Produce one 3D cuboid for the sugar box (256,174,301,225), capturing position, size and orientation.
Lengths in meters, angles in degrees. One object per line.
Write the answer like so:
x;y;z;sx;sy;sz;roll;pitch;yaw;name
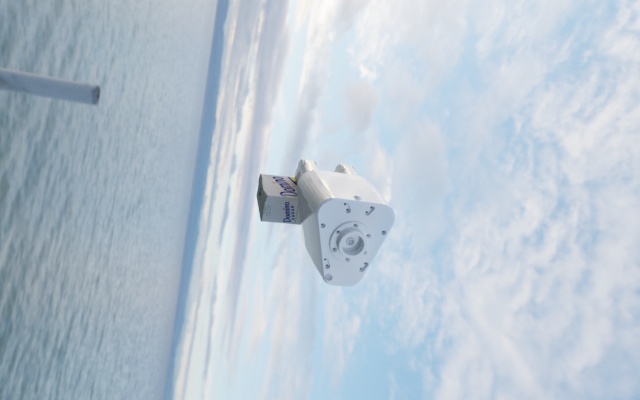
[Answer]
0.000;0.002;0.684;0.176;0.048;0.093;8;20;-15;sugar box
